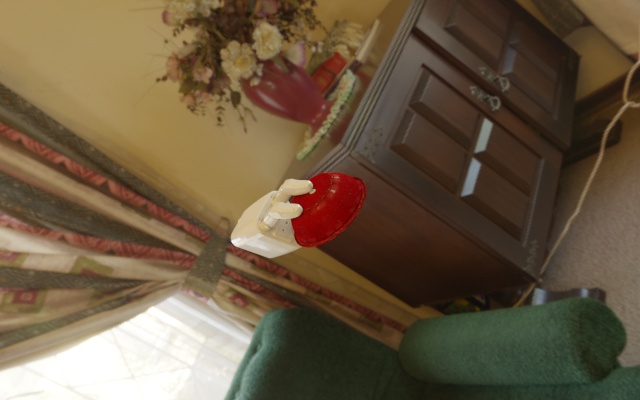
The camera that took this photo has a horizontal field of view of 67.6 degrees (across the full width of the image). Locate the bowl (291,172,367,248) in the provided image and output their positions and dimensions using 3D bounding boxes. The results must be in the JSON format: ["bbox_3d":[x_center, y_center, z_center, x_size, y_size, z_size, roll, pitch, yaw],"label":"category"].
[{"bbox_3d":[0.001,0.002,0.838,0.055,0.162,0.162,47,-26,-28],"label":"bowl"}]
